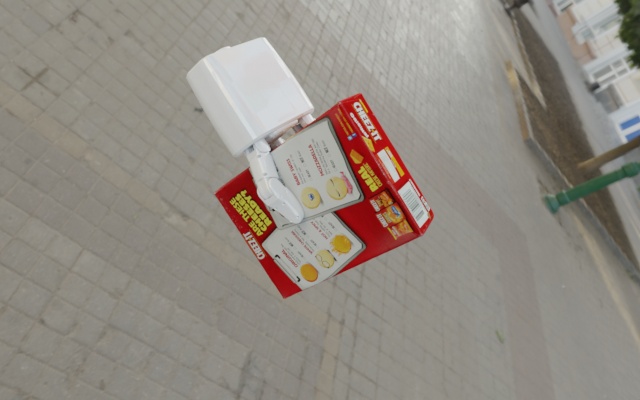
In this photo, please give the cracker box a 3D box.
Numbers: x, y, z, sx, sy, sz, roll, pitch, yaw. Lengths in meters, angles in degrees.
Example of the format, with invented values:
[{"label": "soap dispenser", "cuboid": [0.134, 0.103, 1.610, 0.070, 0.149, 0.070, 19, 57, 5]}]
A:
[{"label": "cracker box", "cuboid": [0.000, 0.002, 0.566, 0.214, 0.164, 0.072, -31, 4, 34]}]
